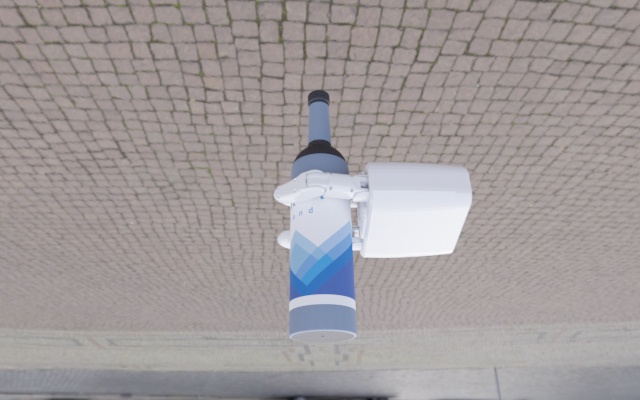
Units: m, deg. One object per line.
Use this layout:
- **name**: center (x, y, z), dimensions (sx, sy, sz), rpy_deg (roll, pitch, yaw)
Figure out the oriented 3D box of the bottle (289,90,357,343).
- **bottle**: center (0.000, 0.002, 0.532), dimensions (0.069, 0.295, 0.069), rpy_deg (-1, -26, 0)
